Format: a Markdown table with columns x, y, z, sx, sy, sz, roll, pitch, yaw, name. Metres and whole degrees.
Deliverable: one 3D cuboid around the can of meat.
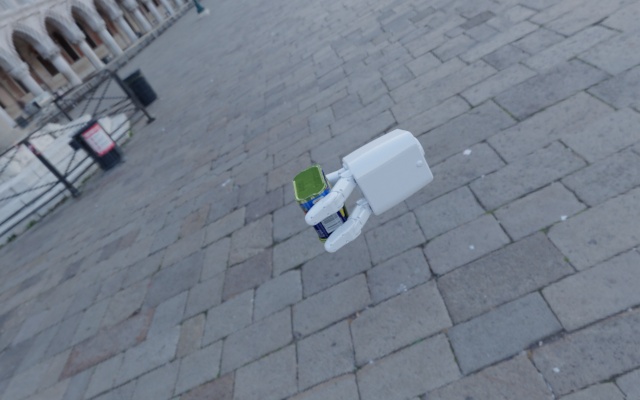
| x | y | z | sx | sy | sz | roll | pitch | yaw | name |
| --- | --- | --- | --- | --- | --- | --- | --- | --- | --- |
| 0.000 | 0.002 | 0.744 | 0.057 | 0.084 | 0.102 | -28 | 28 | 6 | can of meat |
